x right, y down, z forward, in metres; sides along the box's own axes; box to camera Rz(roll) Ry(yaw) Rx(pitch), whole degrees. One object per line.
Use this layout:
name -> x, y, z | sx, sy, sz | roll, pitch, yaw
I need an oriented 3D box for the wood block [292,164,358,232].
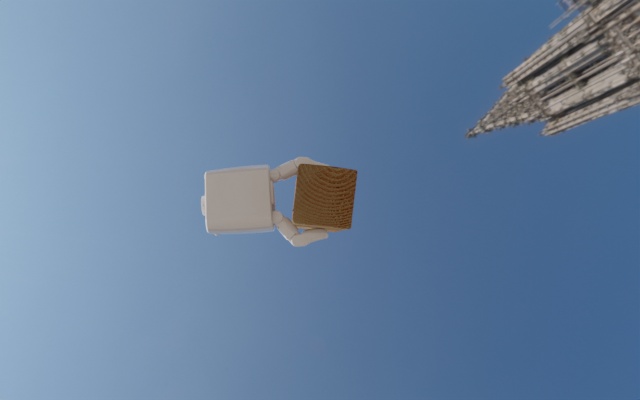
wood block -> 0.000, 0.002, 0.799 | 0.090, 0.091, 0.206 | 6, -5, -4
